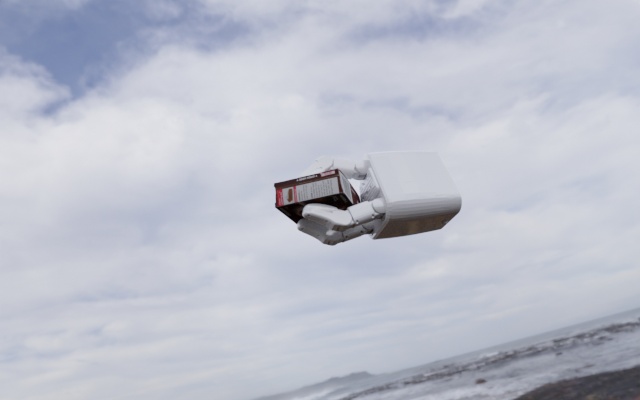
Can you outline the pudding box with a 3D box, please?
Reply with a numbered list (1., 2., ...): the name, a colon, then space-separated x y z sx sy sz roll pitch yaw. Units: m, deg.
1. pudding box: 0.000 0.002 0.632 0.090 0.039 0.113 -13 -24 14
